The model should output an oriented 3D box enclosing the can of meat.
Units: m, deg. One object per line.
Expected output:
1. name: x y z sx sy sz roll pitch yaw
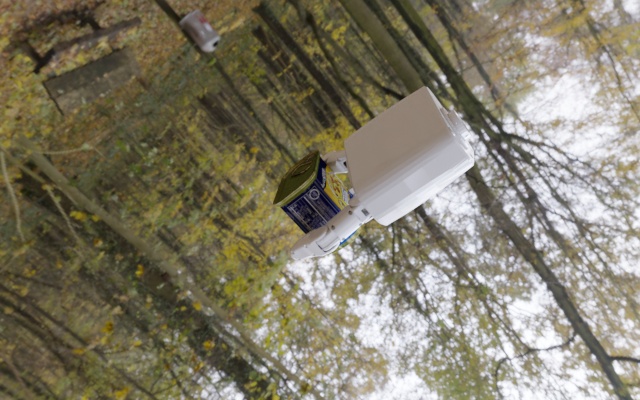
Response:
1. can of meat: 0.000 0.002 0.535 0.057 0.084 0.102 -37 17 18
